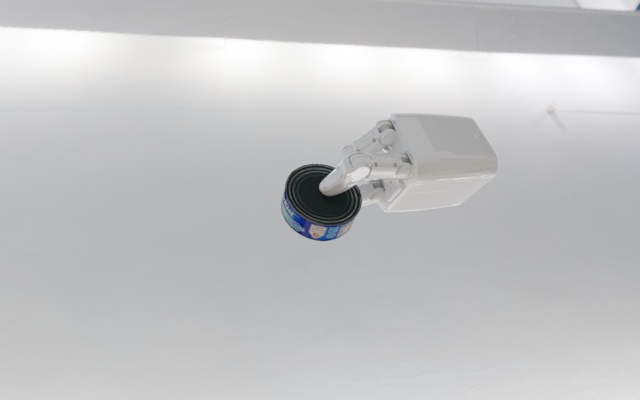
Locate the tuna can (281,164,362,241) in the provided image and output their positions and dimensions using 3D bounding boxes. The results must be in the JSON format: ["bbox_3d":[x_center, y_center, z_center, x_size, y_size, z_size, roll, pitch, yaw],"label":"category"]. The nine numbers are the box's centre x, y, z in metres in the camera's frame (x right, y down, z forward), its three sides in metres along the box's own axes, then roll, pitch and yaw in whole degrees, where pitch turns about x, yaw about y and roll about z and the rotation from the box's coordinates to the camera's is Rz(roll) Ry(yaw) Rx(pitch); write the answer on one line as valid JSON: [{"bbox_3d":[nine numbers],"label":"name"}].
[{"bbox_3d":[0.000,0.002,0.526,0.086,0.086,0.034,0,-38,-18],"label":"tuna can"}]
